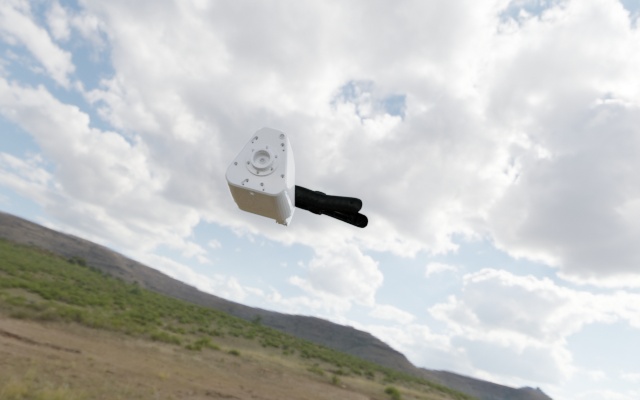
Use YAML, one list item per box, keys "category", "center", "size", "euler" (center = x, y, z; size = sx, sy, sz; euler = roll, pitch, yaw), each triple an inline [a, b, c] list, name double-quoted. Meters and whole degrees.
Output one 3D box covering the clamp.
- category: "clamp"
  center: [0.000, 0.002, 0.794]
  size: [0.171, 0.039, 0.120]
  euler: [15, -19, 6]
